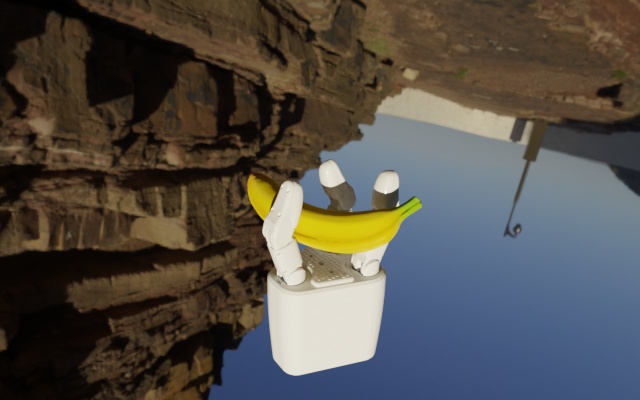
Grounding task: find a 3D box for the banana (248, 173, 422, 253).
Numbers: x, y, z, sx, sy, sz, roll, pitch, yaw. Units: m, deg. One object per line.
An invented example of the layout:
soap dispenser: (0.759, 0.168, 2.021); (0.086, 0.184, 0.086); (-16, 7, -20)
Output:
banana: (-0.007, 0.013, 0.460); (0.198, 0.037, 0.069); (12, 43, 31)
